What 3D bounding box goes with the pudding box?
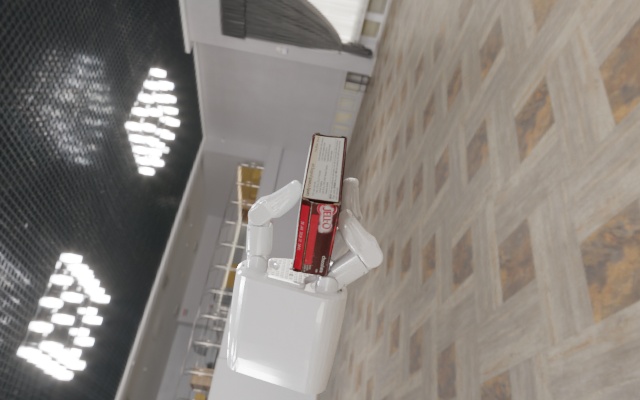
[{"bbox_3d":[0.000,0.002,0.458,0.039,0.090,0.113,8,39,-3],"label":"pudding box"}]
